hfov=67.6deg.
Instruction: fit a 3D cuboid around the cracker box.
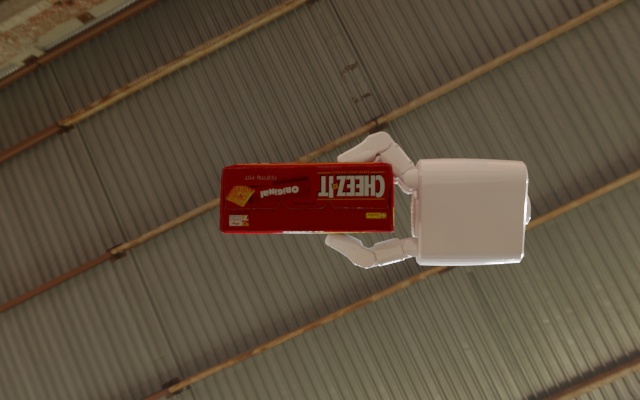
[{"bbox_3d":[0.000,0.002,0.540,0.164,0.072,0.214,-1,-3,8],"label":"cracker box"}]
